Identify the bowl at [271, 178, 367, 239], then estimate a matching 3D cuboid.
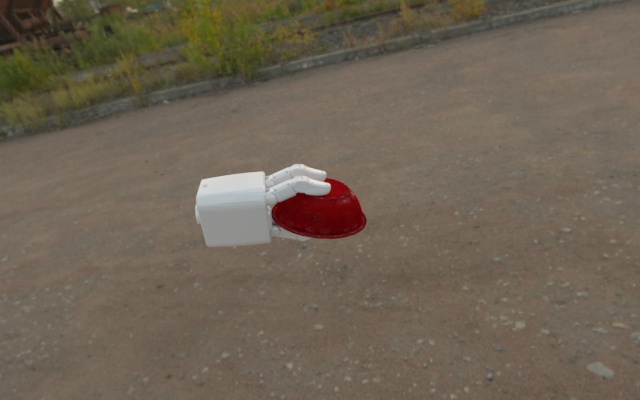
[{"bbox_3d":[0.001,0.002,0.794,0.162,0.055,0.162,5,23,-2],"label":"bowl"}]
